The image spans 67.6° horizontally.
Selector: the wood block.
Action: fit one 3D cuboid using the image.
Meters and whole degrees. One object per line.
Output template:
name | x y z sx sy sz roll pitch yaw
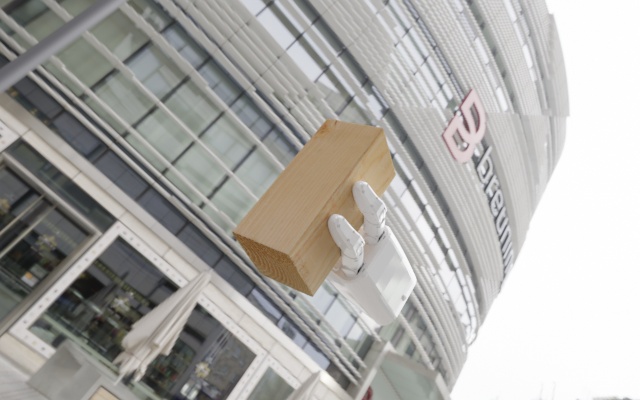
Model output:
wood block | 0.000 0.002 0.598 0.091 0.206 0.090 16 -34 35
